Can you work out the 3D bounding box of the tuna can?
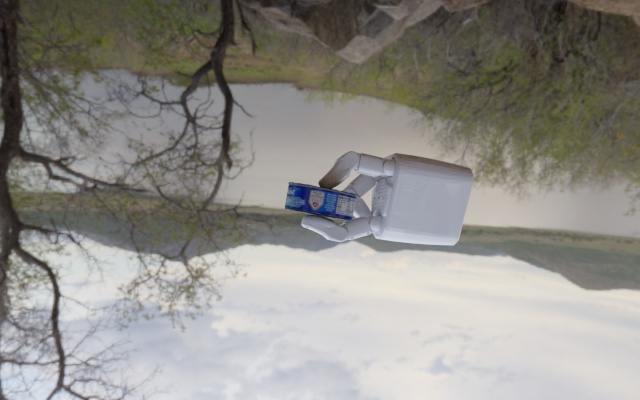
[{"bbox_3d":[0.000,0.002,0.583,0.086,0.034,0.086,10,-2,0],"label":"tuna can"}]
